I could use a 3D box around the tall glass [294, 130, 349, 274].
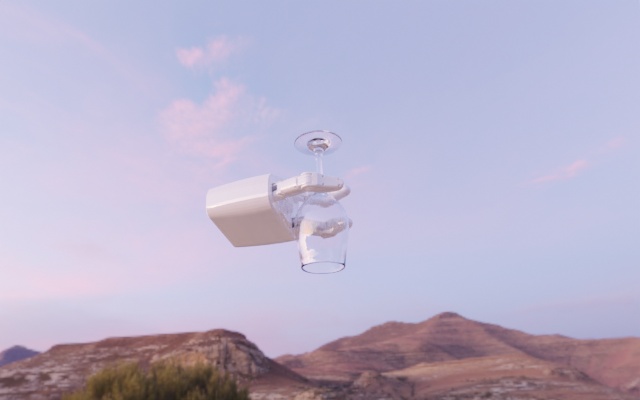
[{"bbox_3d":[0.000,0.002,0.699,0.079,0.201,0.079,-2,-24,-1],"label":"tall glass"}]
